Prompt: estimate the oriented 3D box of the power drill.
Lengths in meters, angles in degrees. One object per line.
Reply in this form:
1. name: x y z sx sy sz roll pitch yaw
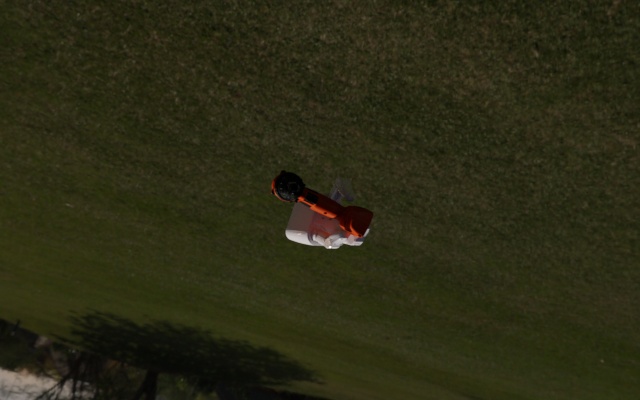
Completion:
1. power drill: 0.000 0.003 0.876 0.188 0.057 0.184 28 0 -11
